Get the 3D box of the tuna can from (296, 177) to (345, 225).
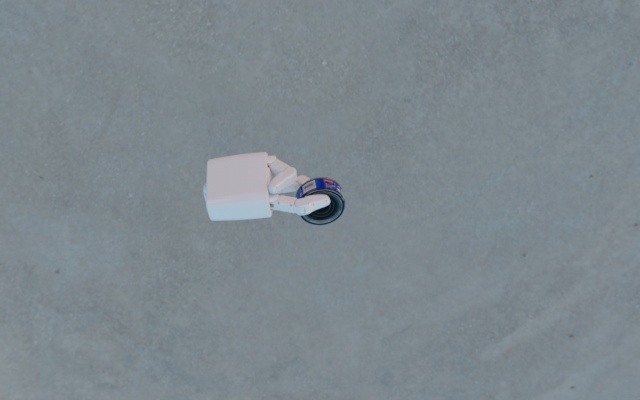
[{"bbox_3d":[0.000,0.003,0.840,0.086,0.086,0.033,0,40,-9],"label":"tuna can"}]
